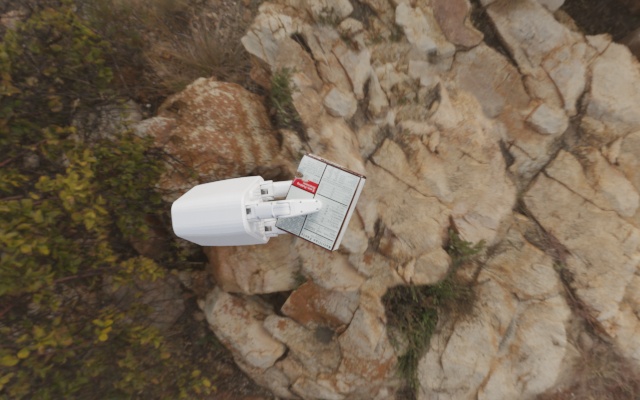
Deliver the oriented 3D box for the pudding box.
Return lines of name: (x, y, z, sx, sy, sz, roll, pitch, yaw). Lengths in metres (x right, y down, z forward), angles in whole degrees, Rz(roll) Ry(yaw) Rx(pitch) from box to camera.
pudding box: (0.000, 0.002, 0.651, 0.090, 0.113, 0.039, 23, 7, 11)
